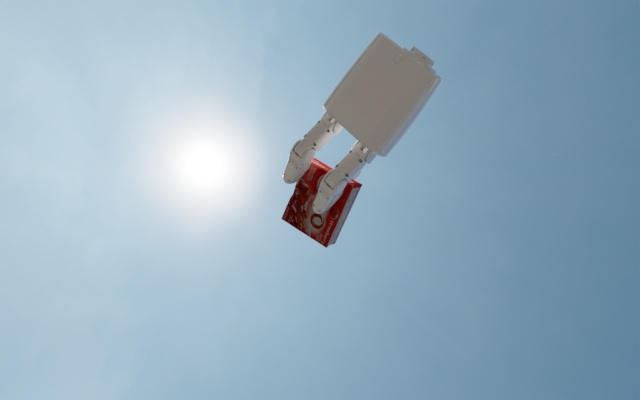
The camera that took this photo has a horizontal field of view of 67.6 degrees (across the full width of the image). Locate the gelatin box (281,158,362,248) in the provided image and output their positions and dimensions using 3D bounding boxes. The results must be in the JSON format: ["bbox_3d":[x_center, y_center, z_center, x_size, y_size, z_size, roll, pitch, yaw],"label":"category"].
[{"bbox_3d":[0.000,0.002,0.597,0.073,0.089,0.030,31,20,22],"label":"gelatin box"}]
